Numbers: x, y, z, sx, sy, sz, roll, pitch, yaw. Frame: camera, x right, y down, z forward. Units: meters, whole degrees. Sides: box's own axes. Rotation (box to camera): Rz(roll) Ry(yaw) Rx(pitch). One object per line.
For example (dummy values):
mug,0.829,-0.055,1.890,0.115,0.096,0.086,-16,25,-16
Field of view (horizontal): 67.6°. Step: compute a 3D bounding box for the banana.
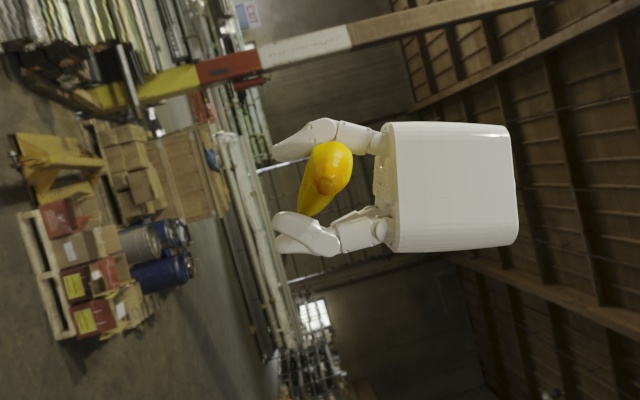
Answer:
banana,0.003,-0.016,0.418,0.037,0.069,0.198,13,-15,-4
